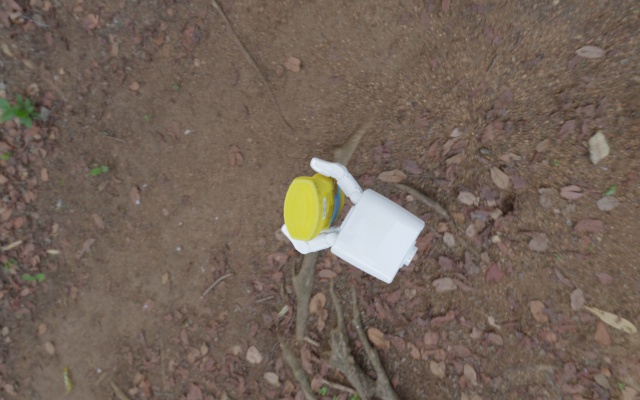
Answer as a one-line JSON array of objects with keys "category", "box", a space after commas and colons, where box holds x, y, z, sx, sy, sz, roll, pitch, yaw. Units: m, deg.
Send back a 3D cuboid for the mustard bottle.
[{"category": "mustard bottle", "box": [0.000, 0.003, 0.794, 0.058, 0.096, 0.191, 5, 9, 17]}]
